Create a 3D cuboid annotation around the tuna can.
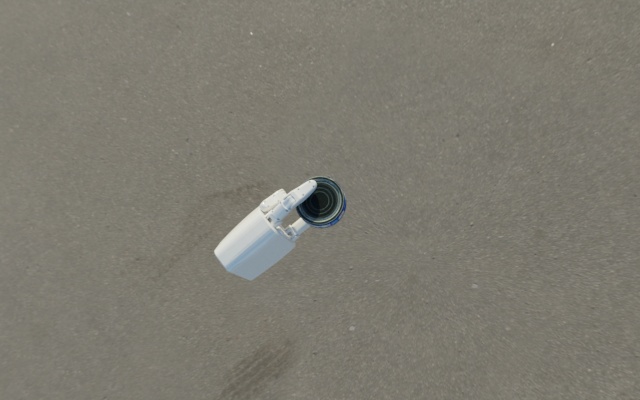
[{"bbox_3d":[0.000,0.002,0.806,0.086,0.086,0.034,0,-10,7],"label":"tuna can"}]
